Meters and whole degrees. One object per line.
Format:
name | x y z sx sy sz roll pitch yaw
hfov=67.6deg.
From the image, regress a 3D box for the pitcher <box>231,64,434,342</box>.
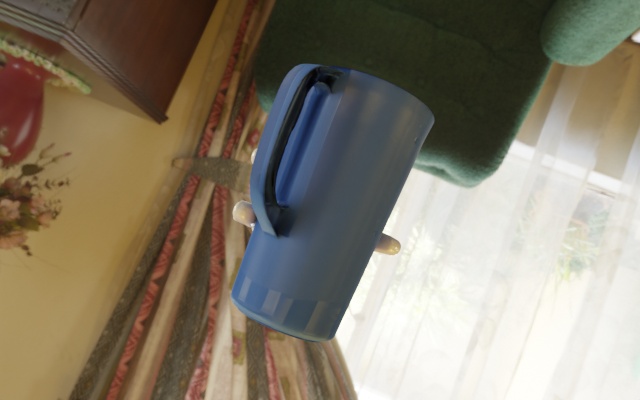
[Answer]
pitcher | 0.000 0.002 0.458 0.149 0.243 0.145 23 -5 -6
